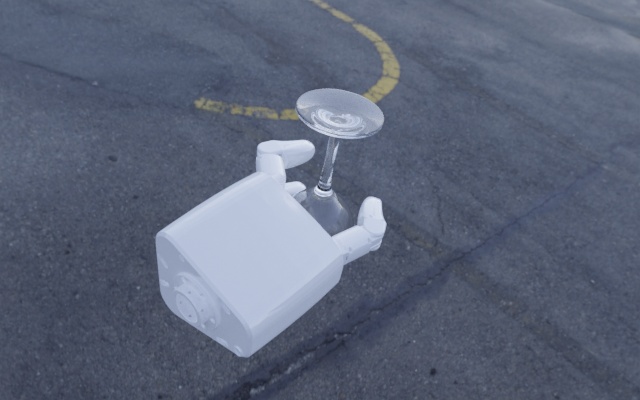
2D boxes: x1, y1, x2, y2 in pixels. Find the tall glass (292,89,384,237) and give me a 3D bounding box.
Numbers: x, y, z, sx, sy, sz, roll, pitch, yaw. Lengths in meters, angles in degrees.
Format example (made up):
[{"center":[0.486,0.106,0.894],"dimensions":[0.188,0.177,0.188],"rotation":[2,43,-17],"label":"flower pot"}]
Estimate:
[{"center":[0.000,0.001,0.454],"dimensions":[0.079,0.201,0.079],"rotation":[7,41,-6],"label":"tall glass"}]
